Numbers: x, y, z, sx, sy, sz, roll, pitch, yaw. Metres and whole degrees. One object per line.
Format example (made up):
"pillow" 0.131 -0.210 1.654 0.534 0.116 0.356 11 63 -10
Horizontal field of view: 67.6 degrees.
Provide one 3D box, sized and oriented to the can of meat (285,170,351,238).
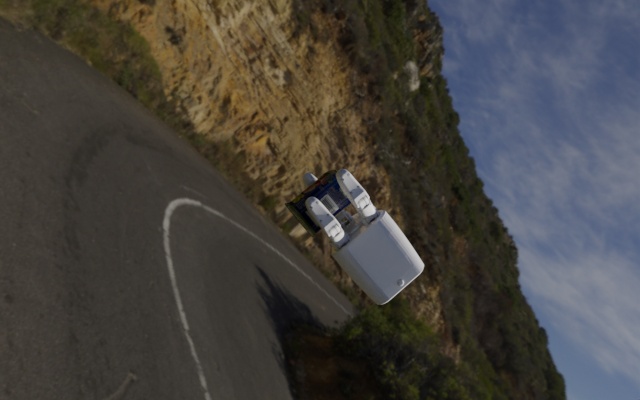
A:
"can of meat" 0.000 0.002 0.686 0.084 0.057 0.102 -40 7 -4
